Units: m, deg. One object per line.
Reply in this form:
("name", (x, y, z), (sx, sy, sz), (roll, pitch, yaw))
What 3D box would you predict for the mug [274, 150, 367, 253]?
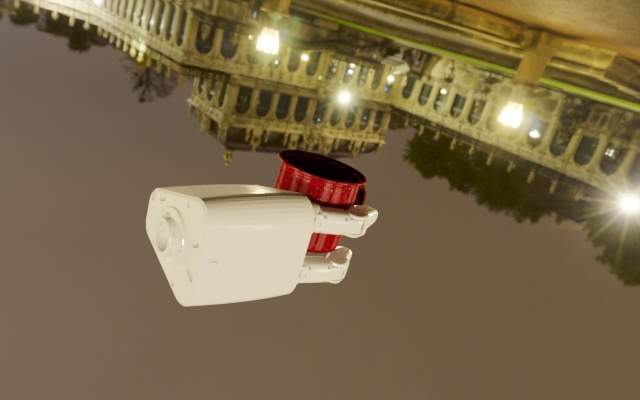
("mug", (0.001, 0.002, 0.505), (0.117, 0.081, 0.093), (1, 24, -42))
